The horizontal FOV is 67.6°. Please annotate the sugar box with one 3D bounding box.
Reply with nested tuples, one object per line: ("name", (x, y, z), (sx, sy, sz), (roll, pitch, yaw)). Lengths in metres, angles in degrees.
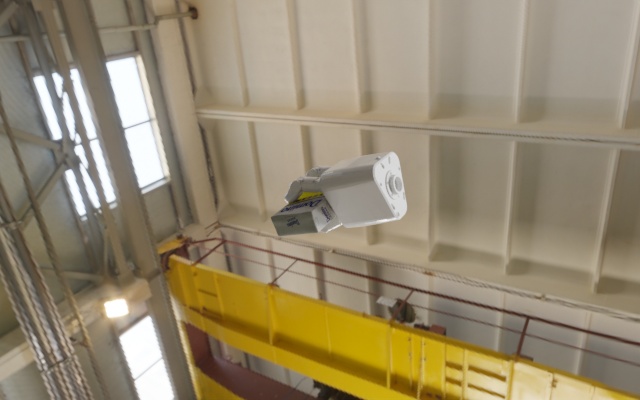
("sugar box", (0.000, 0.002, 0.861), (0.093, 0.048, 0.176), (-8, 18, 38))
